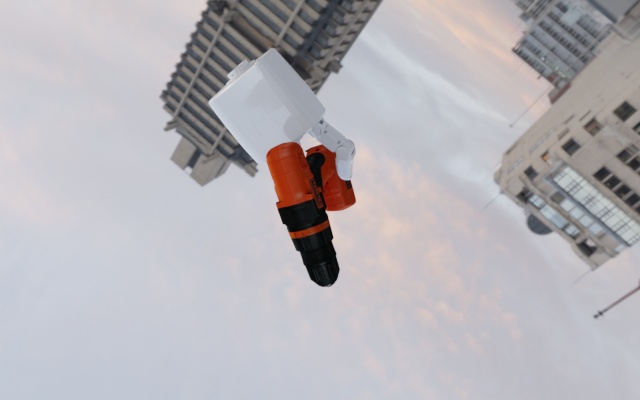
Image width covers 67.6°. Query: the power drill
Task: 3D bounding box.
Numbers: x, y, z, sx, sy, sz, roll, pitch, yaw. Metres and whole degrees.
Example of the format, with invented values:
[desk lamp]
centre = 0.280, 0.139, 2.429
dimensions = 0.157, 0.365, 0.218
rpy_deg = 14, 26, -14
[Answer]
[power drill]
centre = 0.000, 0.002, 0.642
dimensions = 0.057, 0.184, 0.187
rpy_deg = -14, 11, 17
